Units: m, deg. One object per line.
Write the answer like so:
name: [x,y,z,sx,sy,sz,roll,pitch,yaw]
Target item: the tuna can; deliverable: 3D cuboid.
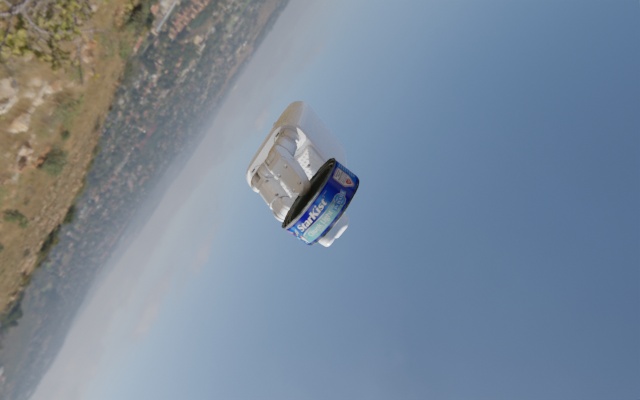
tuna can: [0.001,0.002,0.472,0.034,0.086,0.086,36,-8,-10]
